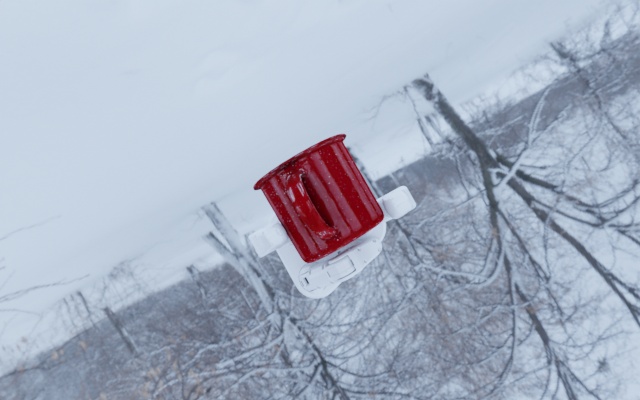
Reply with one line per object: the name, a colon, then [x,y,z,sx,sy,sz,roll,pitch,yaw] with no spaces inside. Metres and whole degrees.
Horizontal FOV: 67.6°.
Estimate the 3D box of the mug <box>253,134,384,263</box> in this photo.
mug: [0.000,0.002,0.401,0.093,0.081,0.117,-30,-2,9]
